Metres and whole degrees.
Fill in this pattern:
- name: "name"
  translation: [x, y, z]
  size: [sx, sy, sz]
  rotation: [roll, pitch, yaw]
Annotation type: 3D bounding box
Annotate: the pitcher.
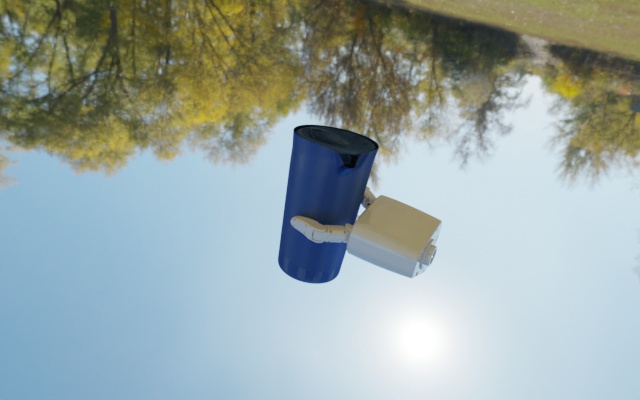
- name: "pitcher"
  translation: [0.000, 0.003, 0.779]
  size: [0.145, 0.243, 0.149]
  rotation: [22, 24, 22]
